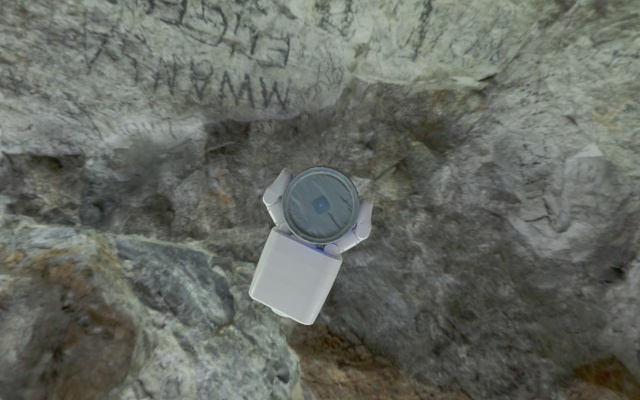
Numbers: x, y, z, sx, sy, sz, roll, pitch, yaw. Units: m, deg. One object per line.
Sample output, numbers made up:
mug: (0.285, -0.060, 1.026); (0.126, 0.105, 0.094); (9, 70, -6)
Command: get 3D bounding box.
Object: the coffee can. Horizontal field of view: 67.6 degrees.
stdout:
coffee can: (0.000, 0.002, 0.690); (0.103, 0.103, 0.140); (0, 4, 0)
